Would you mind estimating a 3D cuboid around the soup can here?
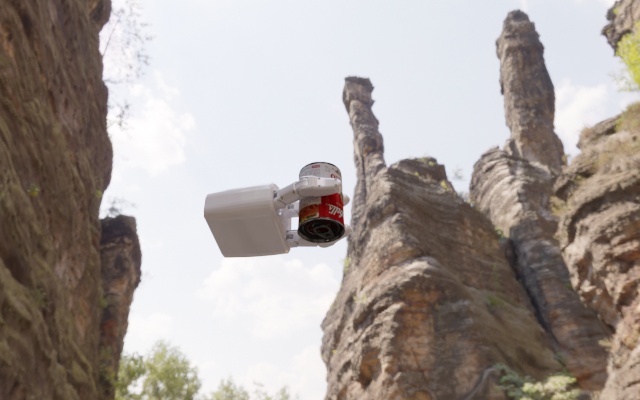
[{"bbox_3d":[0.001,0.002,0.702,0.068,0.102,0.069,-1,-34,0],"label":"soup can"}]
